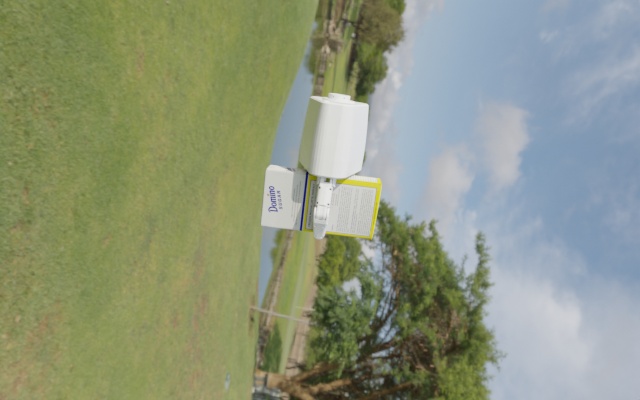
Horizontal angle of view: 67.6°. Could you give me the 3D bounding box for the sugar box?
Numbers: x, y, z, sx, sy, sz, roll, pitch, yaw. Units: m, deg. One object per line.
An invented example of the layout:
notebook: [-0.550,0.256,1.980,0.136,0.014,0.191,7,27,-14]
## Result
sugar box: [0.000,0.002,0.739,0.176,0.093,0.048,9,15,2]
